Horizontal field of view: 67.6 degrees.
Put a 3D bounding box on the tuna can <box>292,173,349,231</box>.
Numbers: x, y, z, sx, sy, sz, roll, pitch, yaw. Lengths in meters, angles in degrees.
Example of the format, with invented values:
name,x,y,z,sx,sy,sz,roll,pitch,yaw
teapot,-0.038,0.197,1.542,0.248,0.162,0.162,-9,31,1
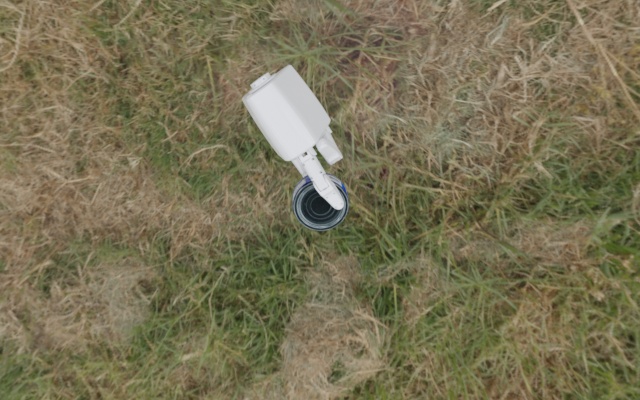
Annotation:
name,x,y,z,sx,sy,sz,roll,pitch,yaw
tuna can,0.000,0.003,0.727,0.086,0.086,0.033,0,23,-3
